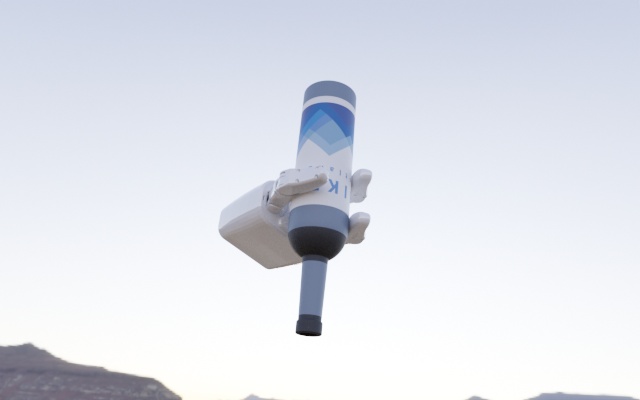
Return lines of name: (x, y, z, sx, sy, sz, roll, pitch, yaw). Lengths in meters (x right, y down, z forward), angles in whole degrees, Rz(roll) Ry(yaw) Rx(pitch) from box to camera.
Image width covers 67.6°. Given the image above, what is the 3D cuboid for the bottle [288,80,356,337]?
bottle: (0.000, 0.002, 0.539, 0.069, 0.295, 0.069, 4, -26, 2)
